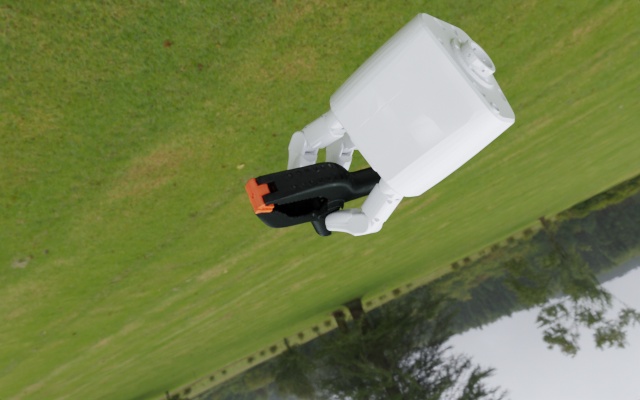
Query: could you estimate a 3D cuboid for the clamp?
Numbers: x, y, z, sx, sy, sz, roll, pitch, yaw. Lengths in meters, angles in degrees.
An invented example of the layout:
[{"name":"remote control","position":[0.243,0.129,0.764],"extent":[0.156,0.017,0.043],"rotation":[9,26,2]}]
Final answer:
[{"name":"clamp","position":[0.000,0.002,0.485],"extent":[0.210,0.036,0.165],"rotation":[-5,-26,-48]}]
